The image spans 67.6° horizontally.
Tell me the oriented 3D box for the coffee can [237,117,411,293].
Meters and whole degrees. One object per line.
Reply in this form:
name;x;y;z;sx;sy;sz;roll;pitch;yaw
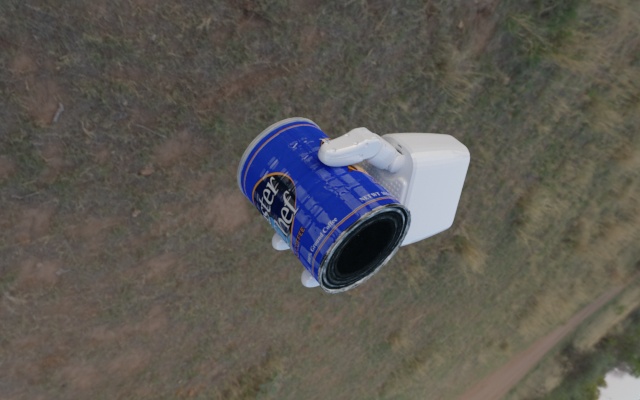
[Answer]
coffee can;0.000;0.001;0.451;0.103;0.103;0.140;0;38;-47
